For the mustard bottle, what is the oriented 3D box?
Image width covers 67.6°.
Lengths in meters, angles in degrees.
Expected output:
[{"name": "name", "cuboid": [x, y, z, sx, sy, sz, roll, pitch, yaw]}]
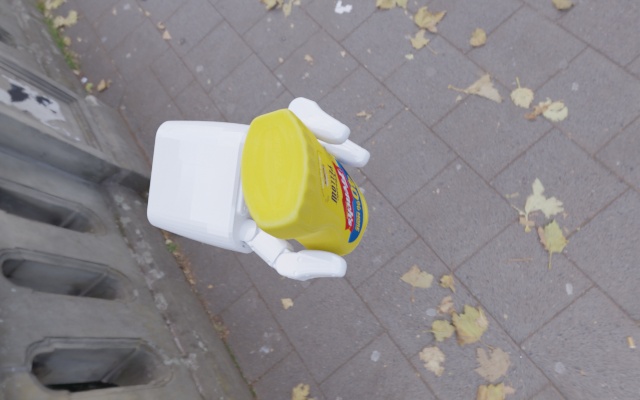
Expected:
[{"name": "mustard bottle", "cuboid": [0.000, 0.001, 0.432, 0.058, 0.096, 0.192, -15, -22, 18]}]
